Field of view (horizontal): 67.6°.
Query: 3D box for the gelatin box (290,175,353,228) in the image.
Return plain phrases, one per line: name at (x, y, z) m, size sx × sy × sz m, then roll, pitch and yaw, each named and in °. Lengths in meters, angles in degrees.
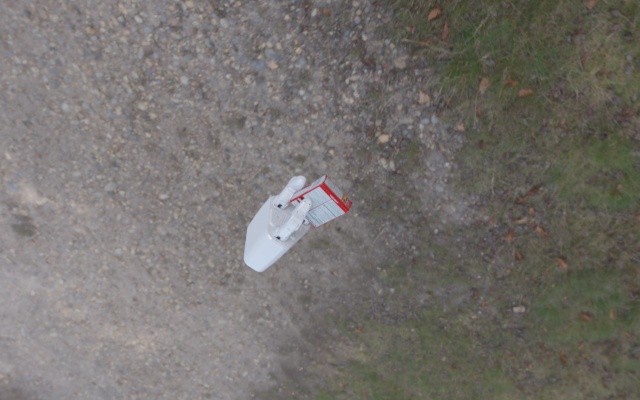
gelatin box at (0.000, 0.003, 0.856) m, size 0.089 × 0.073 × 0.030 m, roll -28°, pitch 25°, yaw 39°
